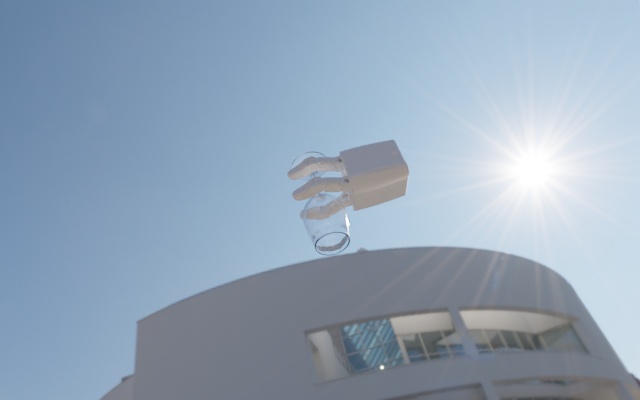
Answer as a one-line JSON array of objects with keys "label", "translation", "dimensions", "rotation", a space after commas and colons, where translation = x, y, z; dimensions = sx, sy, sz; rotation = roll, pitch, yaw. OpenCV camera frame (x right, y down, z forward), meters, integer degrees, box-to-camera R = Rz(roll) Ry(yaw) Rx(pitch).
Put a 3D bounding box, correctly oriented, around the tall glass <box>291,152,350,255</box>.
[{"label": "tall glass", "translation": [0.000, 0.002, 0.872], "dimensions": [0.079, 0.200, 0.079], "rotation": [-9, -43, -8]}]
